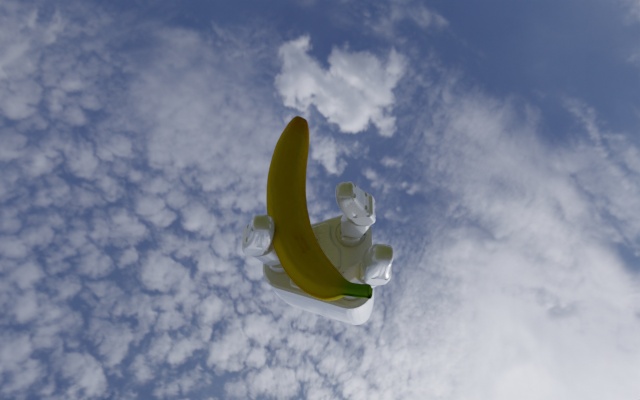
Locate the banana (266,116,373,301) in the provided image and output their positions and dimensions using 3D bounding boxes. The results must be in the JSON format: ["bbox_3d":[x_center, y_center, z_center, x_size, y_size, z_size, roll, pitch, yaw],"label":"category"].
[{"bbox_3d":[-0.016,0.012,0.431,0.069,0.197,0.037,-24,-29,5],"label":"banana"}]
